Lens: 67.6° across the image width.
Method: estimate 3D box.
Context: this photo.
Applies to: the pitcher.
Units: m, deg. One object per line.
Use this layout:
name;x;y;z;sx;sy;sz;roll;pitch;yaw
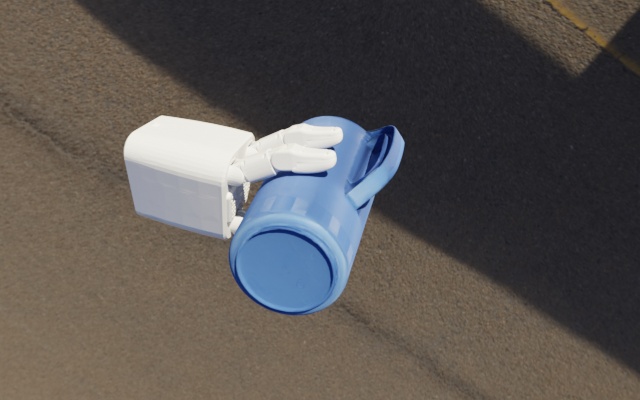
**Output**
pitcher;0.000;0.002;0.510;0.145;0.149;0.242;15;29;4
